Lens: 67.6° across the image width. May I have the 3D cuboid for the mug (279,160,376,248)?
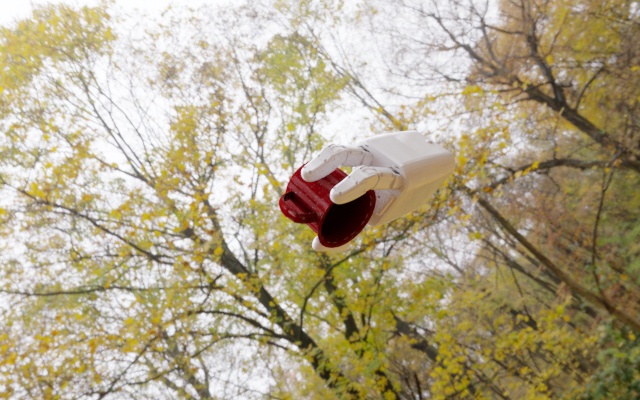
[{"bbox_3d":[-0.001,0.002,0.597,0.117,0.093,0.081,-16,42,-37],"label":"mug"}]
